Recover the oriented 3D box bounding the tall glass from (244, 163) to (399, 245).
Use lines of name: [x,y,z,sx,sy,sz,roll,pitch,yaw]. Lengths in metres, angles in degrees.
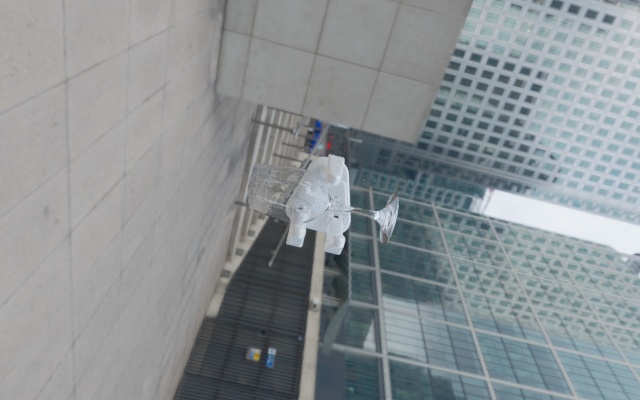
tall glass: [0.001,0.002,0.660,0.201,0.079,0.079,14,-1,-5]
